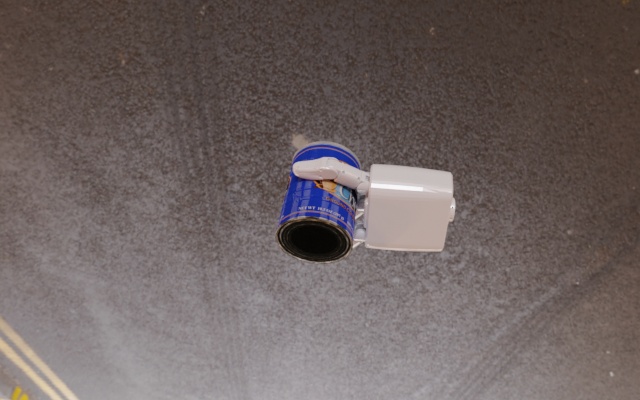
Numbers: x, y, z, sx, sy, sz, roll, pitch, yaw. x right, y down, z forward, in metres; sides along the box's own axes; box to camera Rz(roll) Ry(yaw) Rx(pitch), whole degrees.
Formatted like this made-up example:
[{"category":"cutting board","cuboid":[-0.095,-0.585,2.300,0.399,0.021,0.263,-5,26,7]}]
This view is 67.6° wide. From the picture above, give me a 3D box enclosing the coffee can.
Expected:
[{"category":"coffee can","cuboid":[0.000,0.002,0.663,0.103,0.140,0.103,6,-40,5]}]
